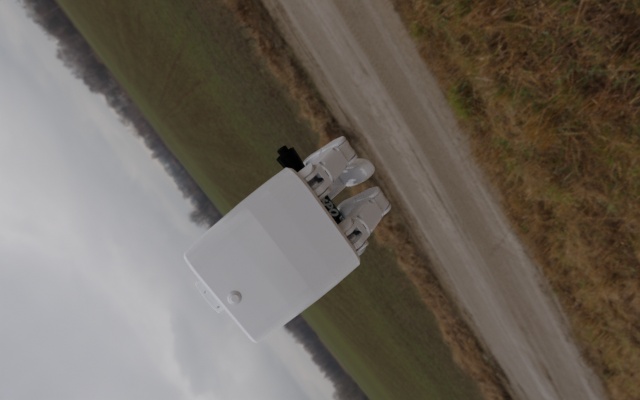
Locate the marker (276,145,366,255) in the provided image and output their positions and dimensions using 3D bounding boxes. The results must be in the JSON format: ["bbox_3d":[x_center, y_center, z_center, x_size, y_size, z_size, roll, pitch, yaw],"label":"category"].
[{"bbox_3d":[0.000,0.001,0.433,0.020,0.121,0.020,-34,13,9],"label":"marker"}]
